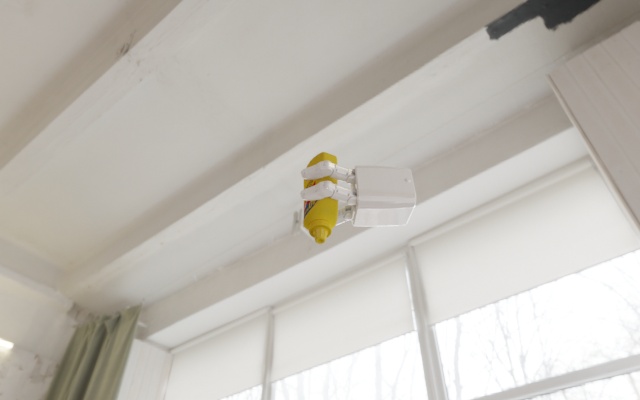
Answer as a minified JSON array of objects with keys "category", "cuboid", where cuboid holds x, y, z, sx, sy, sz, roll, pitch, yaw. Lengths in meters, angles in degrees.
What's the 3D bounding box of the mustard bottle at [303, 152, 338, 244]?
[{"category":"mustard bottle","cuboid":[0.000,0.003,0.898,0.058,0.191,0.096,19,-48,-19]}]
